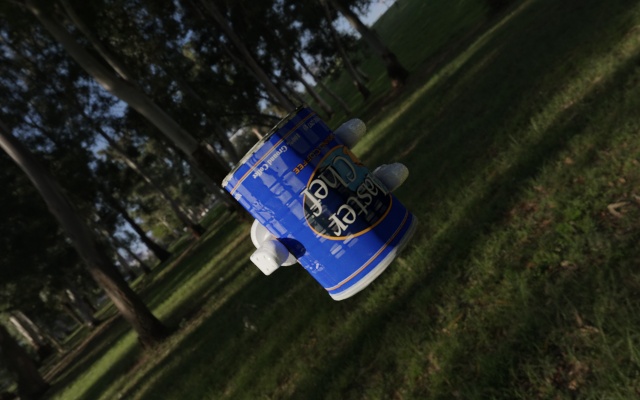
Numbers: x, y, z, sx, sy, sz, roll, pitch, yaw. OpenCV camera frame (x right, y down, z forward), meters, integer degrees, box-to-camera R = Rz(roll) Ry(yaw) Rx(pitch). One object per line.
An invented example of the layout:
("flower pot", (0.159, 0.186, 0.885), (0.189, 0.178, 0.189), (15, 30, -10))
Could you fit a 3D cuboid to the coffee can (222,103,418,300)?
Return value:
("coffee can", (0.000, 0.002, 0.418), (0.103, 0.140, 0.103), (-44, 5, 4))
